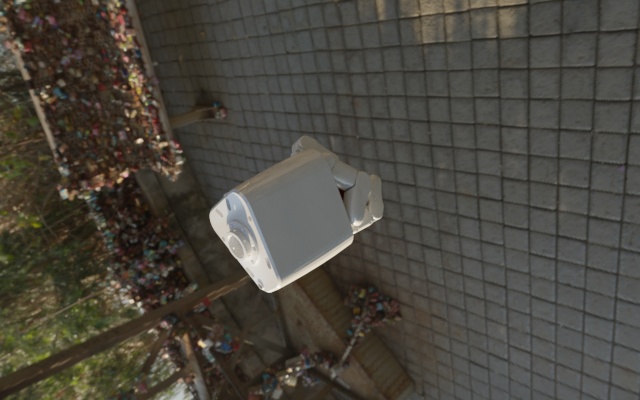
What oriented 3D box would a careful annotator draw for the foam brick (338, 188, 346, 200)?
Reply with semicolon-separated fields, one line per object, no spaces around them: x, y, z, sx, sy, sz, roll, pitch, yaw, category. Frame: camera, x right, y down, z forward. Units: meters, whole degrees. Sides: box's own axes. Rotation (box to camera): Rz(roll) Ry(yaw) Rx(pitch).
0.000;0.002;0.584;0.051;0.053;0.078;-30;-1;-36;foam brick
